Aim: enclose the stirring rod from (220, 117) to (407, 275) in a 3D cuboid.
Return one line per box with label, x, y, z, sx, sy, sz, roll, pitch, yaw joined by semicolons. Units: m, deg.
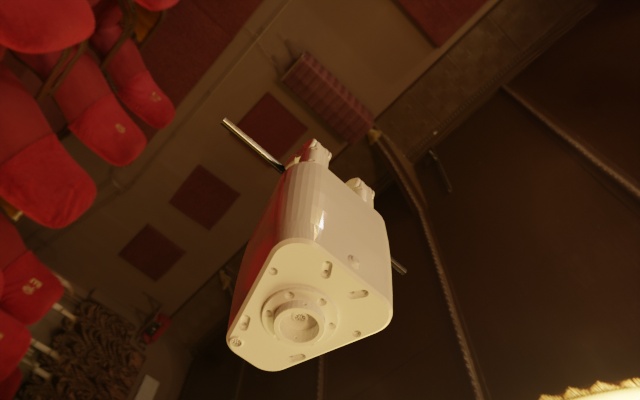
stirring rod;0.000;0.002;0.466;0.239;0.011;0.011;40;-14;-18
